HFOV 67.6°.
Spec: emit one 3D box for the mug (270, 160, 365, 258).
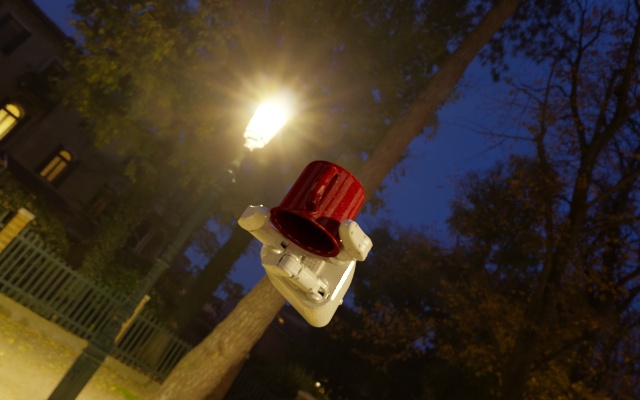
[{"bbox_3d":[0.000,0.001,0.549,0.093,0.081,0.117,27,-26,12],"label":"mug"}]
